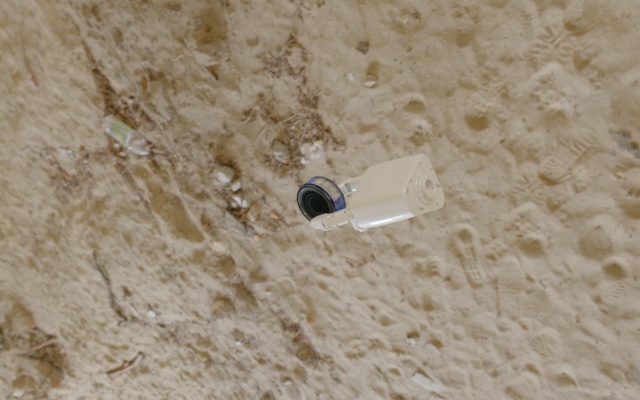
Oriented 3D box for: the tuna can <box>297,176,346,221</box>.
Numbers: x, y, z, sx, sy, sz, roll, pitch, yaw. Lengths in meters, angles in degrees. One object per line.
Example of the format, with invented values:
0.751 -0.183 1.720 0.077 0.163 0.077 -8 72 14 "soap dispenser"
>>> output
0.000 0.003 0.830 0.086 0.086 0.033 0 28 42 "tuna can"
